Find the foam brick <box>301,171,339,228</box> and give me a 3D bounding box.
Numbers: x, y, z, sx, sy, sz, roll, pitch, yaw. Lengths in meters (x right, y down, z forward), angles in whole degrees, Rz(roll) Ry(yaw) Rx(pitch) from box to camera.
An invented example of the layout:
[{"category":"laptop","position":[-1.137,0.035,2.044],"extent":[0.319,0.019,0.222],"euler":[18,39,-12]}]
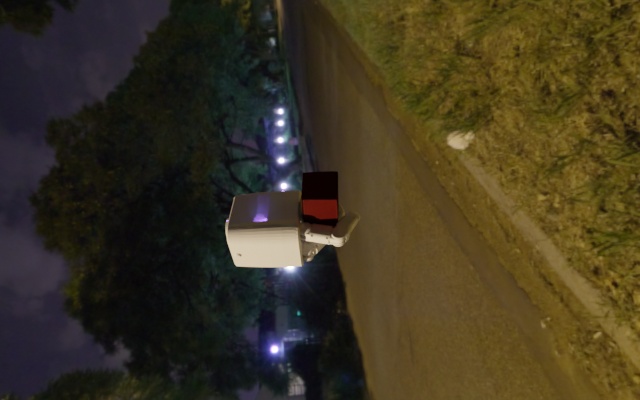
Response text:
[{"category":"foam brick","position":[0.000,0.002,0.694],"extent":[0.051,0.053,0.078],"euler":[0,-39,3]}]
